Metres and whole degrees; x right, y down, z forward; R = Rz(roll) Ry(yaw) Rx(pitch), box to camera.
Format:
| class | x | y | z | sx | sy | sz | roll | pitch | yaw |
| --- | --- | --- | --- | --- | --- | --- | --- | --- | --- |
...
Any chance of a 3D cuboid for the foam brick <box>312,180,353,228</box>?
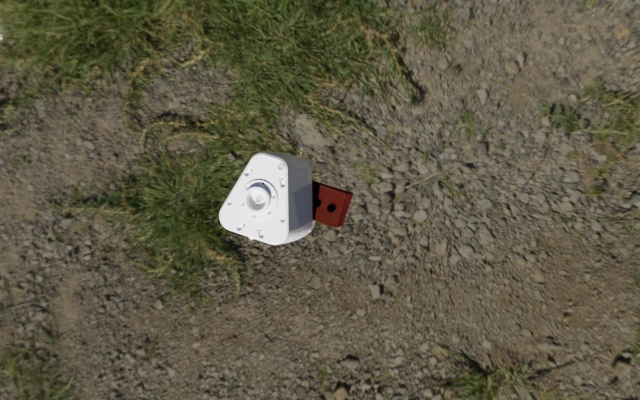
| class | x | y | z | sx | sy | sz | roll | pitch | yaw |
| --- | --- | --- | --- | --- | --- | --- | --- | --- | --- |
| foam brick | 0.000 | 0.002 | 0.692 | 0.078 | 0.053 | 0.051 | 17 | 5 | 12 |
